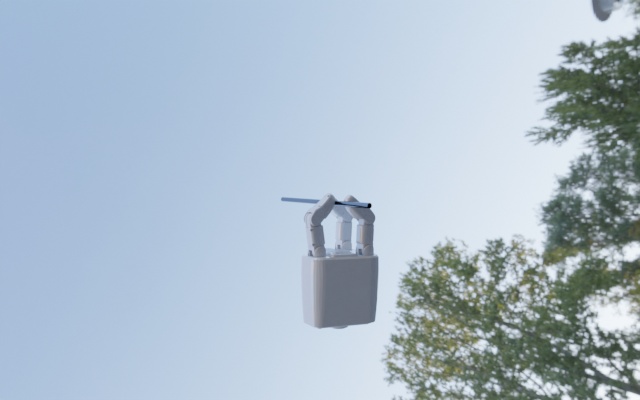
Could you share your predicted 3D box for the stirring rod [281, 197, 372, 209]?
[{"bbox_3d":[0.000,0.003,0.758,0.011,0.011,0.239,0,2,-34],"label":"stirring rod"}]
